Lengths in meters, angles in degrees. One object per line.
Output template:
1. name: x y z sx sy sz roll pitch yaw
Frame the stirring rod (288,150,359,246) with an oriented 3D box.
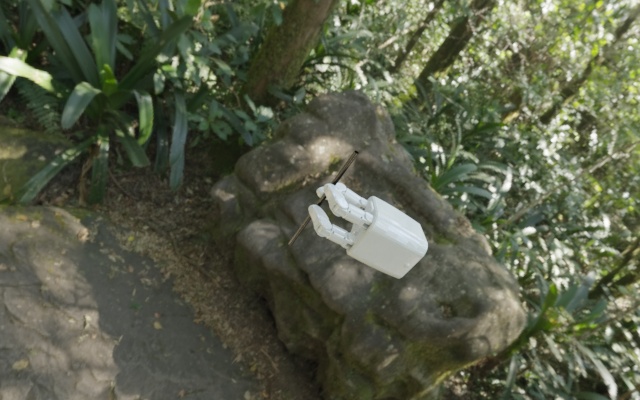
1. stirring rod: 0.000 0.003 0.823 0.011 0.011 0.240 0 -41 -39
